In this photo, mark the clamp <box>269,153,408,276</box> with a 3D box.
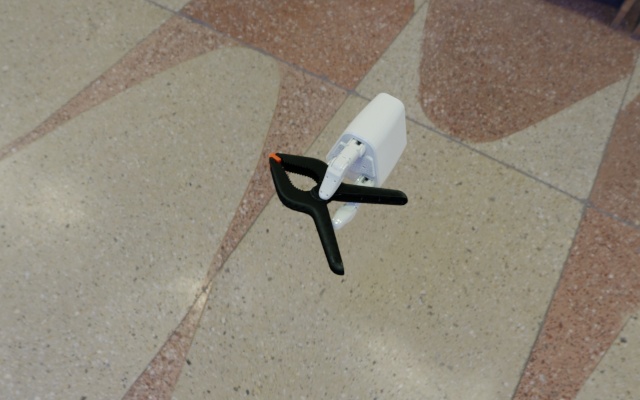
[{"bbox_3d":[0.000,0.001,0.690,0.210,0.164,0.036,30,-31,14],"label":"clamp"}]
